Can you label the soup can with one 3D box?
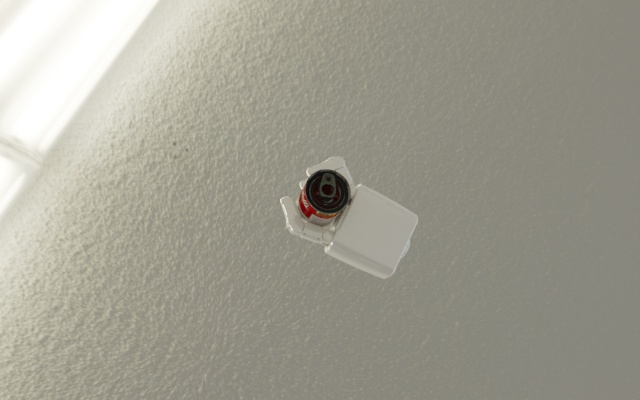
[{"bbox_3d":[0.000,0.002,0.726,0.068,0.068,0.102,0,-18,-13],"label":"soup can"}]
